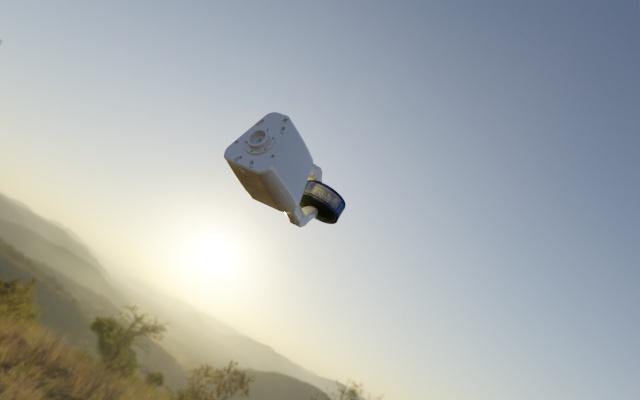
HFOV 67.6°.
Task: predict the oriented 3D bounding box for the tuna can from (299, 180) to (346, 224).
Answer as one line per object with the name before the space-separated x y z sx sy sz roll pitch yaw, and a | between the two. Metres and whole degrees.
tuna can | 0.000 0.002 0.832 0.086 0.033 0.086 27 -23 13
